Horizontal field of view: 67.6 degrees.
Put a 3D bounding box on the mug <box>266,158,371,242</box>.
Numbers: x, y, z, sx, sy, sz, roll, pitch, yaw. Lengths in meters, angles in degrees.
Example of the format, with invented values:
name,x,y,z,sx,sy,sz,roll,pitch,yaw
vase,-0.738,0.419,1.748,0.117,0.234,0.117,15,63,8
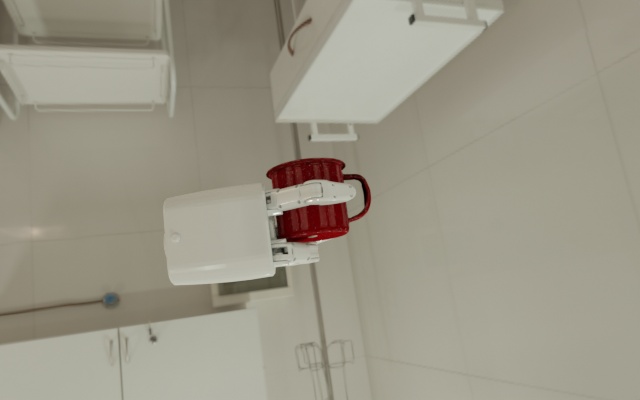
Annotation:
name,x,y,z,sx,sy,sz,roll,pitch,yaw
mug,0.002,0.002,0.549,0.117,0.081,0.093,-7,-11,-2
